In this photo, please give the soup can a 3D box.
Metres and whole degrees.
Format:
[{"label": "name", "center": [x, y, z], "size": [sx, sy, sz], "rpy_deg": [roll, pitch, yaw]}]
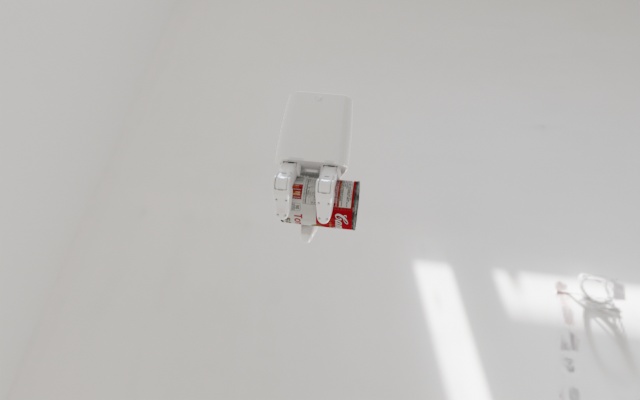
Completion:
[{"label": "soup can", "center": [0.000, 0.003, 0.654], "size": [0.102, 0.068, 0.068], "rpy_deg": [6, 1, 7]}]
